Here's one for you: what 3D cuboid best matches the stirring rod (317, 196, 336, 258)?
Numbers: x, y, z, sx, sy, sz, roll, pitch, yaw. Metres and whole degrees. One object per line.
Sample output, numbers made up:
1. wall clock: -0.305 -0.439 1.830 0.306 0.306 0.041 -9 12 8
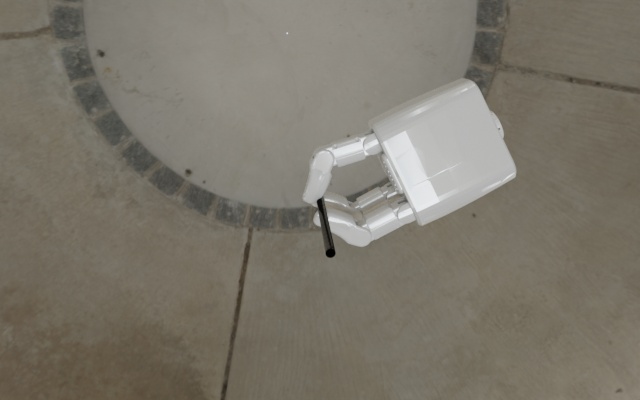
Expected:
1. stirring rod: 0.000 0.001 0.486 0.011 0.011 0.239 0 19 -4
